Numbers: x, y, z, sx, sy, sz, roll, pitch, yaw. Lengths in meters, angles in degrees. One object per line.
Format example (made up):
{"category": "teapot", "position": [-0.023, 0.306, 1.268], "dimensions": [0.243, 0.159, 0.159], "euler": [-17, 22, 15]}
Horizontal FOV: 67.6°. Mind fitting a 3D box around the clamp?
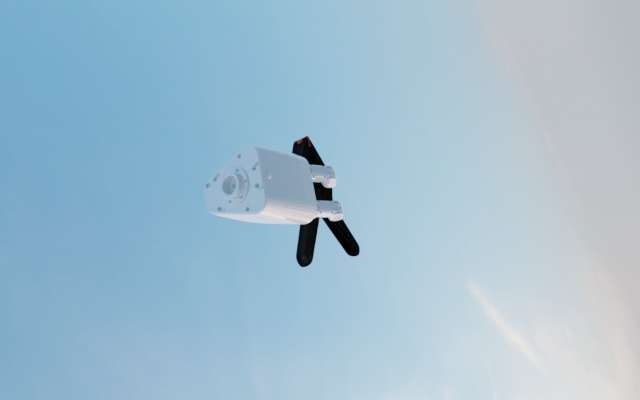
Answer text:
{"category": "clamp", "position": [-0.001, 0.002, 0.760], "dimensions": [0.036, 0.210, 0.164], "euler": [-20, -17, 29]}
